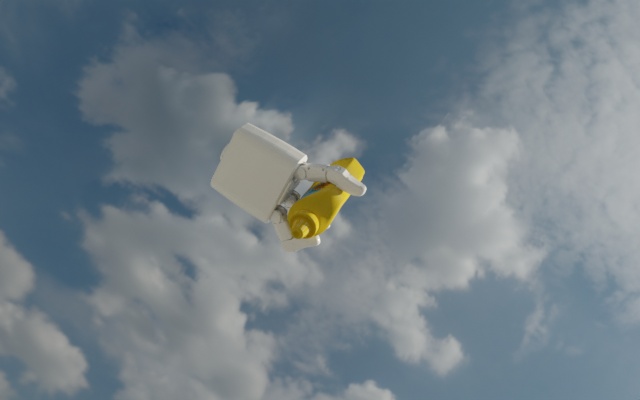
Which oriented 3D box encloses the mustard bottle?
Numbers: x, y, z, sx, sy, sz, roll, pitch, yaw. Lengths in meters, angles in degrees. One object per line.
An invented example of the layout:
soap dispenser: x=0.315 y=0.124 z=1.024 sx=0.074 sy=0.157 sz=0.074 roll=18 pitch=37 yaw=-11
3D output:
mustard bottle: x=0.000 y=0.002 z=0.718 sx=0.096 sy=0.058 sz=0.191 roll=-32 pitch=10 yaw=32
